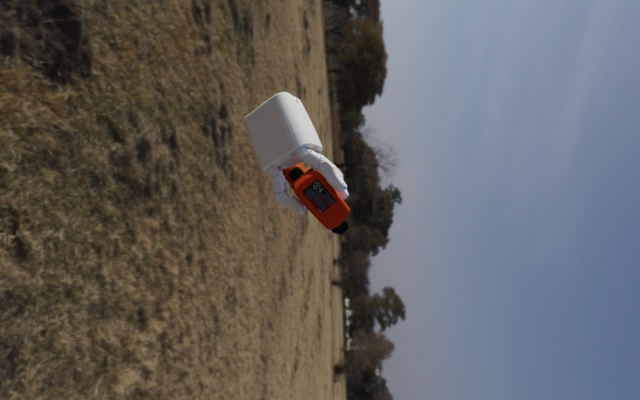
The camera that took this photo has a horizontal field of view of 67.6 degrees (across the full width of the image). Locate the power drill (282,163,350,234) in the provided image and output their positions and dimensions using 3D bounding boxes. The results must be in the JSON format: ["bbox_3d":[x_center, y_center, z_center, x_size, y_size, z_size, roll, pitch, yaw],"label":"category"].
[{"bbox_3d":[0.000,0.003,0.895,0.057,0.184,0.187,-43,9,-3],"label":"power drill"}]
